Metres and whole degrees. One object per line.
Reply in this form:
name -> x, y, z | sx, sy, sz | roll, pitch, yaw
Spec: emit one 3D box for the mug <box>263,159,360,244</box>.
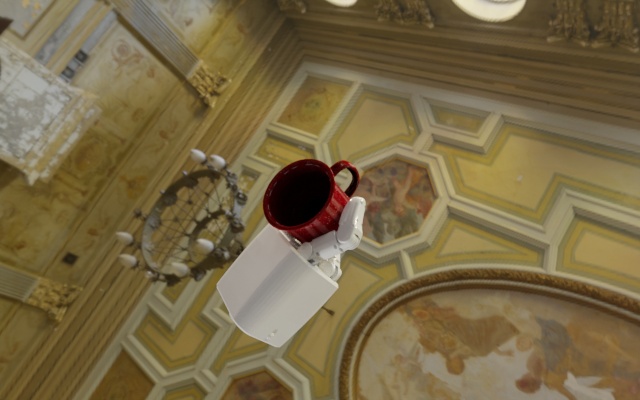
mug -> 0.001, 0.001, 0.570 | 0.093, 0.117, 0.081 | 42, -2, 40
